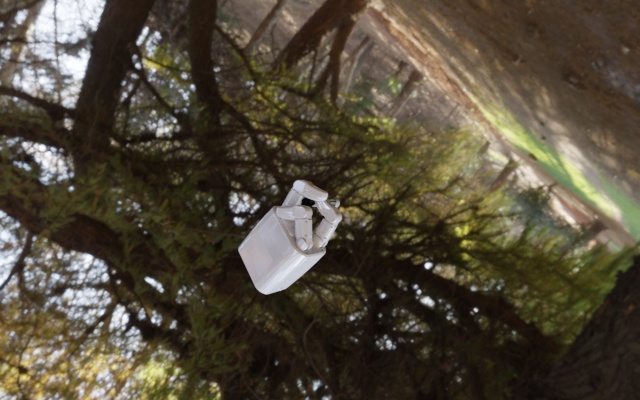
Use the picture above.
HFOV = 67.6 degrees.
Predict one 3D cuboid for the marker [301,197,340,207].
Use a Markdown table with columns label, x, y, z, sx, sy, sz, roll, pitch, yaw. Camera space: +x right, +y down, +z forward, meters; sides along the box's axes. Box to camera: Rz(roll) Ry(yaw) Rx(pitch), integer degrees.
| label | x | y | z | sx | sy | sz | roll | pitch | yaw |
| --- | --- | --- | --- | --- | --- | --- | --- | --- | --- |
| marker | 0.000 | 0.003 | 0.844 | 0.020 | 0.020 | 0.121 | 0 | -1 | 28 |
